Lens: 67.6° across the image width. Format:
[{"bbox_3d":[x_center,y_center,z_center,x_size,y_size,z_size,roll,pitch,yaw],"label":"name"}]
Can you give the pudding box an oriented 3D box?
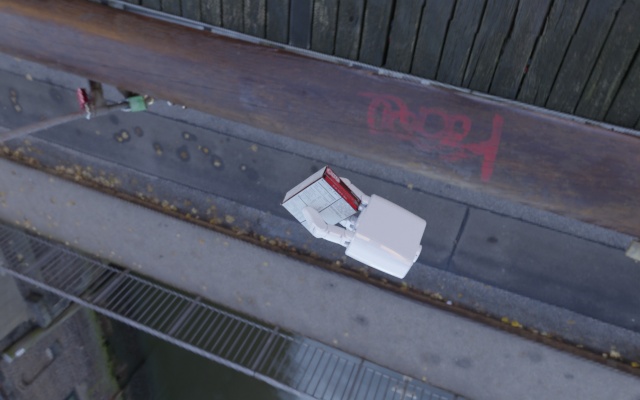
[{"bbox_3d":[0.000,0.003,0.826,0.113,0.090,0.039,-32,21,35],"label":"pudding box"}]
